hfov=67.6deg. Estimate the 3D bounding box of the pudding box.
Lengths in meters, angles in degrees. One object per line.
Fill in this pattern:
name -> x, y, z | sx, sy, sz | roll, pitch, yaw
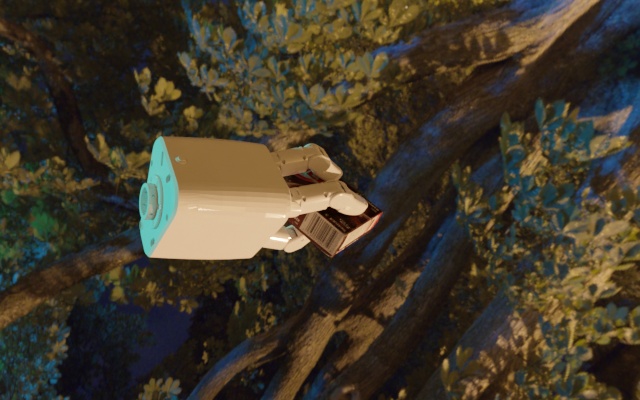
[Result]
pudding box -> 0.000, 0.002, 0.522 | 0.113, 0.039, 0.090 | 41, 33, 15
